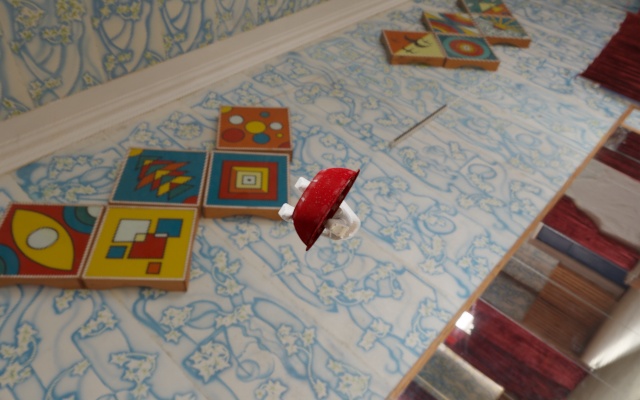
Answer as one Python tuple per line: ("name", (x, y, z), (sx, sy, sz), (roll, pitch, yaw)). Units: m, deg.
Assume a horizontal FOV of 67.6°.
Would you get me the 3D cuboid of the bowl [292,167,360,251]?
("bowl", (0.000, 0.002, 0.788), (0.055, 0.162, 0.162), (33, 3, 5))
